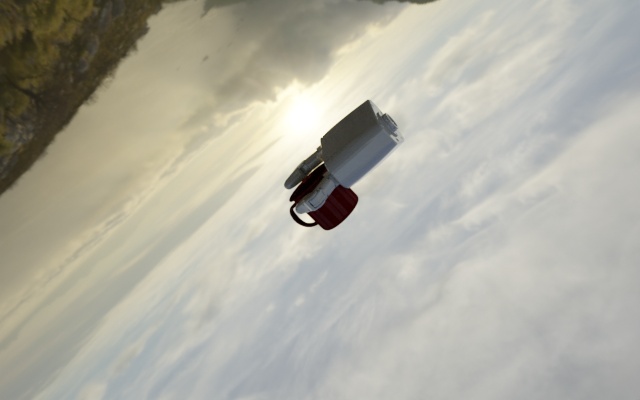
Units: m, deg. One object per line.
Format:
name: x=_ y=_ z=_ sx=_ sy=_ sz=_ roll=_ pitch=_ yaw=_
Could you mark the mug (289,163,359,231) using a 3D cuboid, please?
mug: x=-0.001 y=0.004 z=0.796 sx=0.117 sy=0.081 sz=0.093 roll=-40 pitch=13 yaw=21
